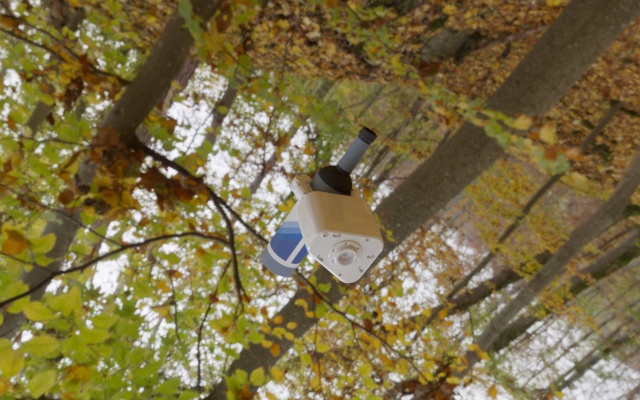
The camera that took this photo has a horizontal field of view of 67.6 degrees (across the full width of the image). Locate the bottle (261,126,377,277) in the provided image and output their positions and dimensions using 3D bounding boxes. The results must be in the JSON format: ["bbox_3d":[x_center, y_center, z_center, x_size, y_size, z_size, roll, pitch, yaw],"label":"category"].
[{"bbox_3d":[0.000,0.003,0.808,0.069,0.296,0.069,30,22,-13],"label":"bottle"}]
